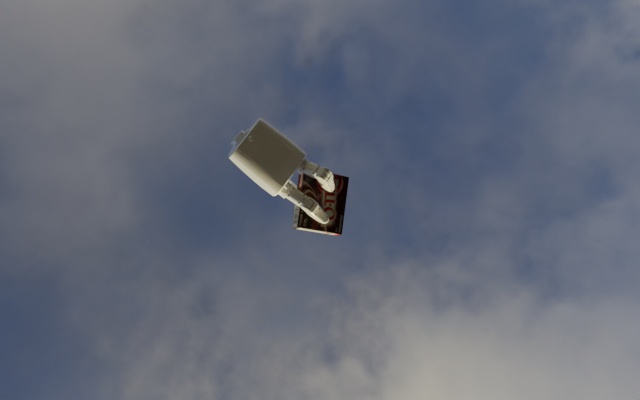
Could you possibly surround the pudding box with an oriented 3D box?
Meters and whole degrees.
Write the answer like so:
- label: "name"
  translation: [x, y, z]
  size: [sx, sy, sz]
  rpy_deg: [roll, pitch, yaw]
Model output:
- label: "pudding box"
  translation: [0.000, 0.003, 0.881]
  size: [0.090, 0.113, 0.039]
  rpy_deg: [11, -7, -21]
